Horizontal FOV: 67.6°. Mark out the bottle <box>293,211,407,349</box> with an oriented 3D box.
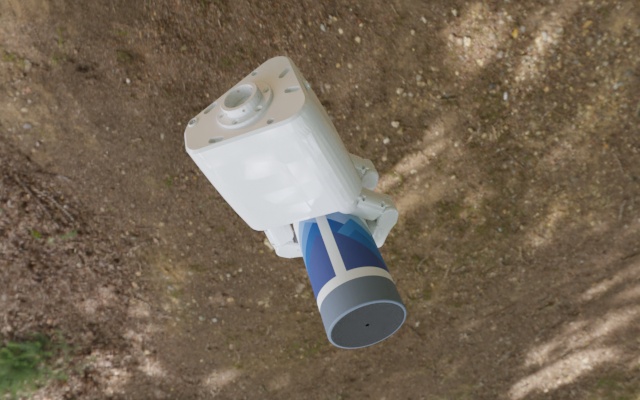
[{"bbox_3d":[0.000,0.002,0.482,0.069,0.069,0.295,0,42,-20],"label":"bottle"}]
